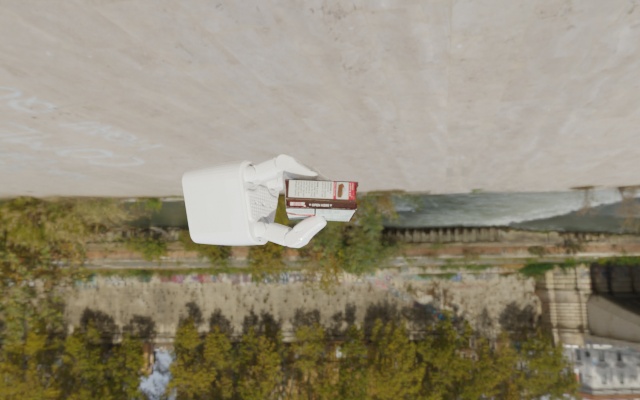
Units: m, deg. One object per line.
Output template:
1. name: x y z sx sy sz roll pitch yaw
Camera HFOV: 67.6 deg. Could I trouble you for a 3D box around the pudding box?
1. pudding box: 0.000 0.002 0.619 0.090 0.039 0.113 1 -8 -1
